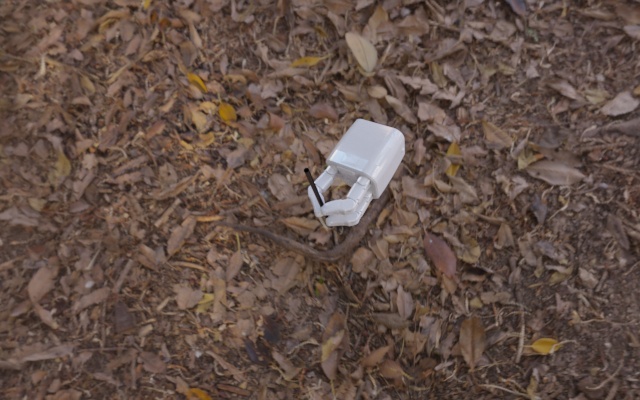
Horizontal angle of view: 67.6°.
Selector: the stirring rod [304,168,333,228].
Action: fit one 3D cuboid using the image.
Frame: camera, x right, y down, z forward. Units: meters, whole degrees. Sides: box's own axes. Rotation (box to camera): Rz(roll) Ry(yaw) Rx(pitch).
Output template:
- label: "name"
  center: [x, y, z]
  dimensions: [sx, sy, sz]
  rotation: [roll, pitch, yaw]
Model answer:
- label: "stirring rod"
  center: [0.000, 0.003, 0.805]
  dimensions: [0.011, 0.011, 0.240]
  rotation: [0, -23, 11]
